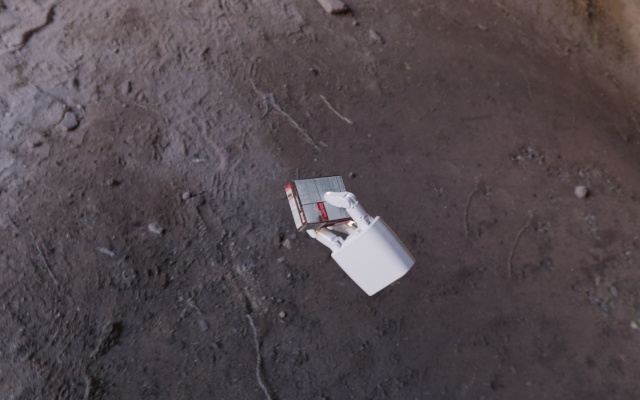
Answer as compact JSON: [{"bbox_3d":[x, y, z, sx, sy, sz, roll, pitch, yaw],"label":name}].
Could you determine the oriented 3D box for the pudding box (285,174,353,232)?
[{"bbox_3d":[0.000,0.003,0.879,0.113,0.090,0.039,-7,-19,-34],"label":"pudding box"}]
